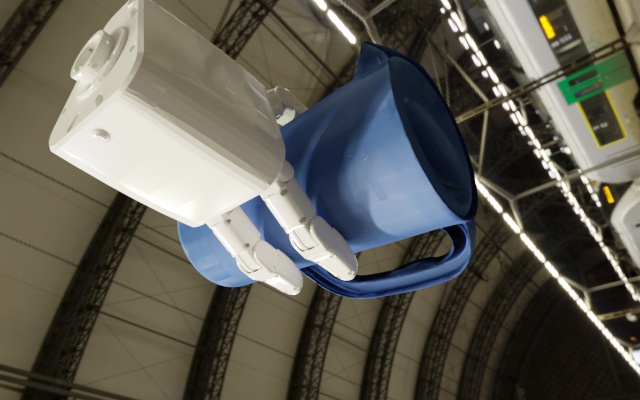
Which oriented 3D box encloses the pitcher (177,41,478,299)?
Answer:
[{"bbox_3d":[0.000,0.001,0.403,0.243,0.149,0.145,-24,-39,31],"label":"pitcher"}]
